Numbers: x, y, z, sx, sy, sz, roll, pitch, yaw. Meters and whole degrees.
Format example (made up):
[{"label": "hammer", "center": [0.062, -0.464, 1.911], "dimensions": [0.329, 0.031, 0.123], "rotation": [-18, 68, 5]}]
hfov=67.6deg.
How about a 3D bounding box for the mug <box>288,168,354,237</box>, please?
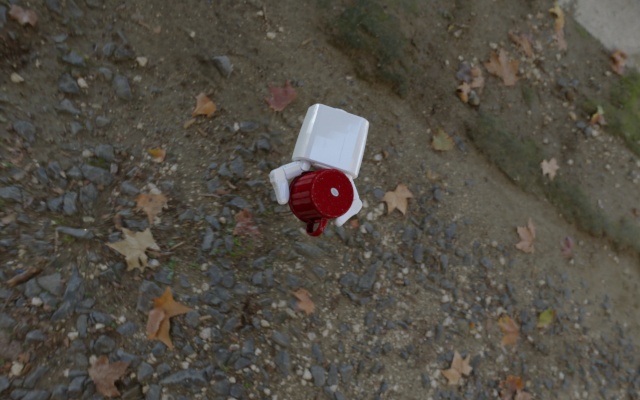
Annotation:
[{"label": "mug", "center": [0.000, 0.004, 0.794], "dimensions": [0.093, 0.117, 0.081], "rotation": [19, -13, -24]}]
